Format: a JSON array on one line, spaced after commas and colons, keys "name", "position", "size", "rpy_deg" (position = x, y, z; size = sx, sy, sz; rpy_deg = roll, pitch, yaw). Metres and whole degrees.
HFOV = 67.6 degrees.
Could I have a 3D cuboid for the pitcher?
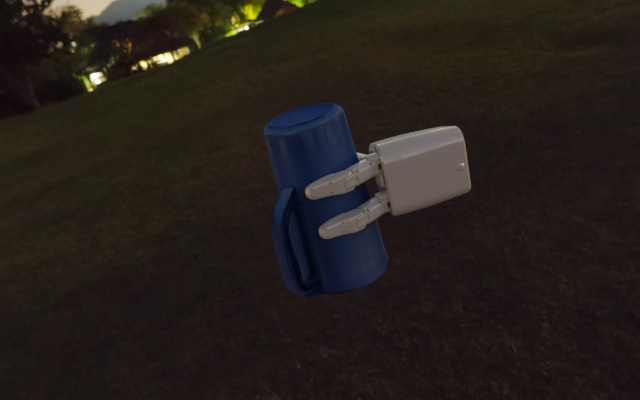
[{"name": "pitcher", "position": [0.000, 0.002, 0.651], "size": [0.145, 0.243, 0.149], "rpy_deg": [-16, 23, 2]}]
